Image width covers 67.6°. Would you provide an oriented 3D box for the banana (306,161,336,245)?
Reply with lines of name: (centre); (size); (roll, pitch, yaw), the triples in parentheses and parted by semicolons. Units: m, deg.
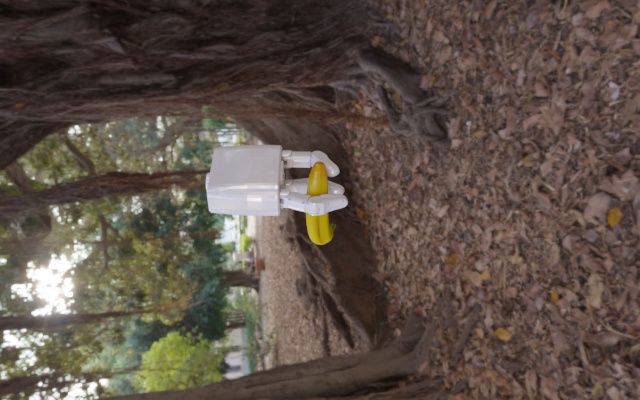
banana: (-0.002, 0.020, 0.763); (0.037, 0.069, 0.198); (4, -32, 8)
